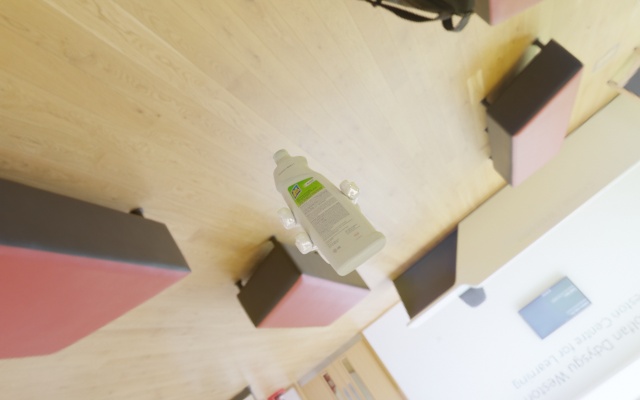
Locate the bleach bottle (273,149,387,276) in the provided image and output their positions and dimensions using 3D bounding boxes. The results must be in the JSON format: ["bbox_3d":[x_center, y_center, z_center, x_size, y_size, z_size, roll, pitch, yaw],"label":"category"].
[{"bbox_3d":[0.000,0.003,0.829,0.102,0.250,0.068,-35,-23,-5],"label":"bleach bottle"}]
